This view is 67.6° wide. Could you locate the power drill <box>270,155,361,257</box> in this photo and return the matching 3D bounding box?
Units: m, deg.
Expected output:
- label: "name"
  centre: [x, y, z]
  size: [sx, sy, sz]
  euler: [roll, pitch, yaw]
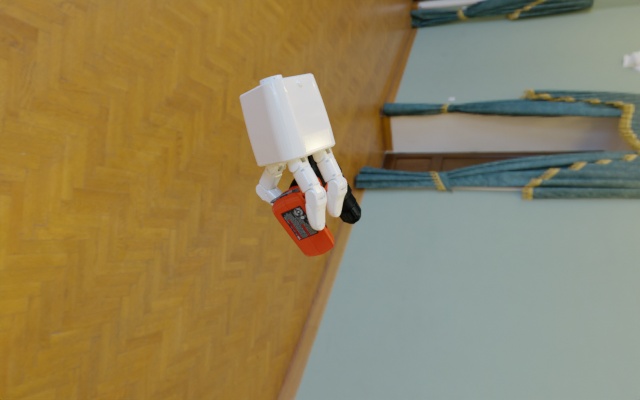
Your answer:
- label: "power drill"
  centre: [0.000, 0.002, 0.755]
  size: [0.057, 0.184, 0.187]
  euler: [-27, 23, 25]
